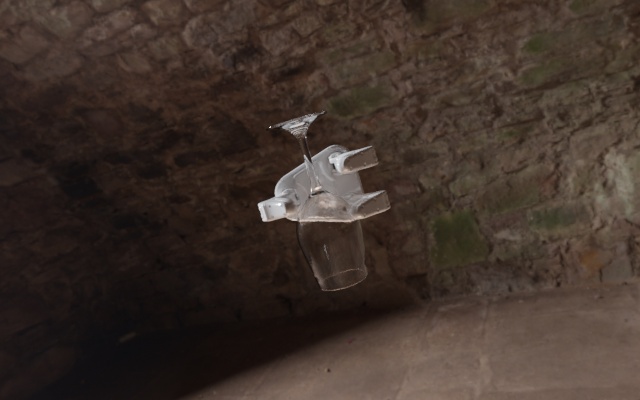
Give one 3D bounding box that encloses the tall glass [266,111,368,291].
[{"bbox_3d":[0.000,0.001,0.564,0.079,0.201,0.079,-16,7,2],"label":"tall glass"}]
